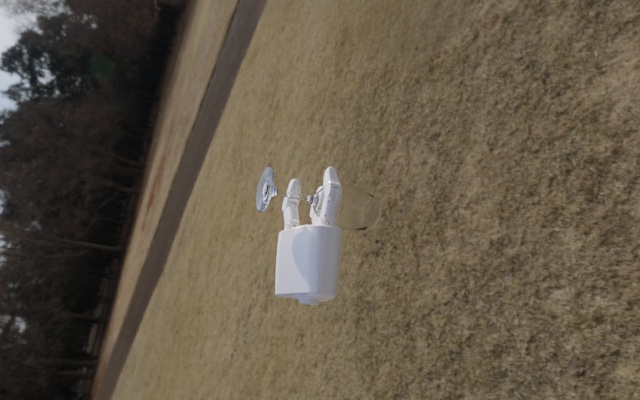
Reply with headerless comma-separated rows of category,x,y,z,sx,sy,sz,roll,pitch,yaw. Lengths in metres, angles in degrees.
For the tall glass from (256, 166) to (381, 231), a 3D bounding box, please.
tall glass,0.000,0.002,0.791,0.201,0.079,0.079,12,-5,-24
